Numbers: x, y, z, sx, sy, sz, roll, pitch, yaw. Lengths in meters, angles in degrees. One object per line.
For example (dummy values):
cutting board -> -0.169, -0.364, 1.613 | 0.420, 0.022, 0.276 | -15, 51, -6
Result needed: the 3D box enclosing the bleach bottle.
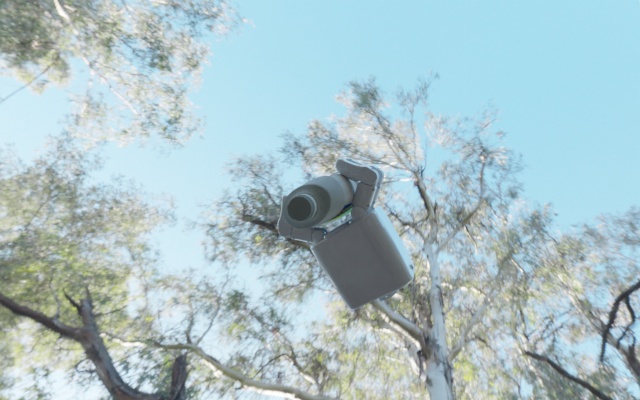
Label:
bleach bottle -> 0.000, 0.002, 0.651 | 0.102, 0.068, 0.251 | -31, -3, 15
